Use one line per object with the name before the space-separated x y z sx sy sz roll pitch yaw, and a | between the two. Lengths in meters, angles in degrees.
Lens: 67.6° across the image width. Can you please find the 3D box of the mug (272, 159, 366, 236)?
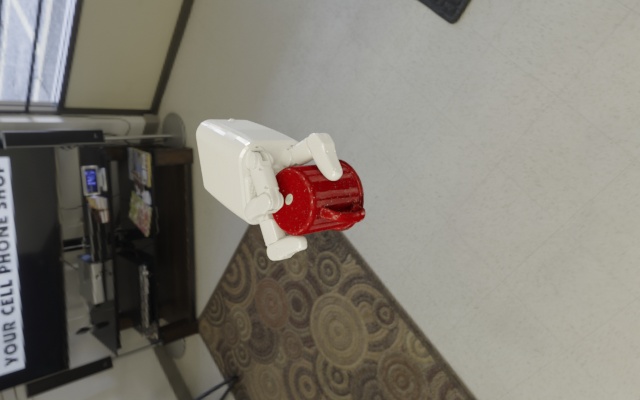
mug | 0.001 0.003 0.573 0.081 0.093 0.117 -9 28 -44
